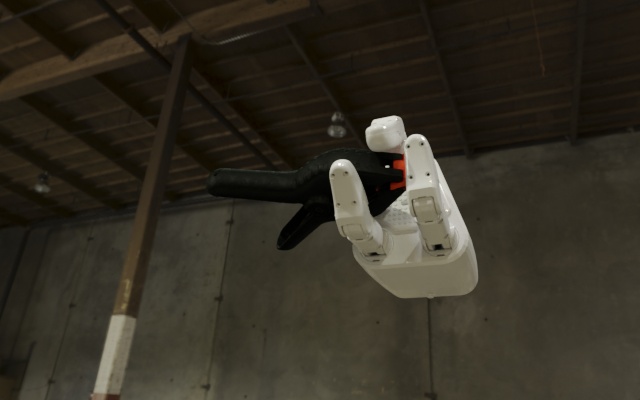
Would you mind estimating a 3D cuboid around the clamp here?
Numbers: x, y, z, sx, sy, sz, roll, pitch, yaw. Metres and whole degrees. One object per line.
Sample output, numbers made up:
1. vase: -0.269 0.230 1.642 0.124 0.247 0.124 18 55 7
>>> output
1. clamp: 0.000 0.001 0.418 0.171 0.039 0.120 -7 -31 22
